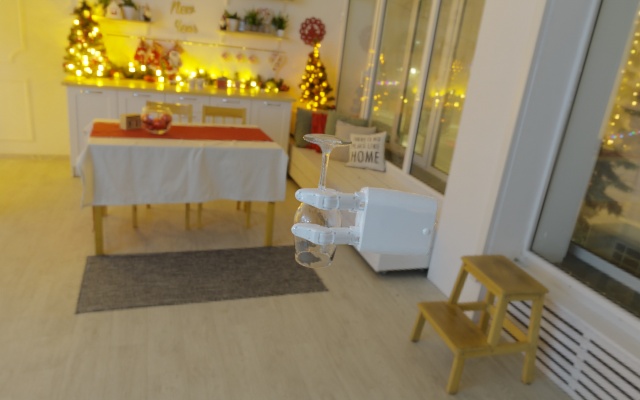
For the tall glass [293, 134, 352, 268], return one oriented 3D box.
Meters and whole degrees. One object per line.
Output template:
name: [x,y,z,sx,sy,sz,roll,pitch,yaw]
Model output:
tall glass: [0.000,0.002,0.745,0.079,0.201,0.079,6,18,-2]
